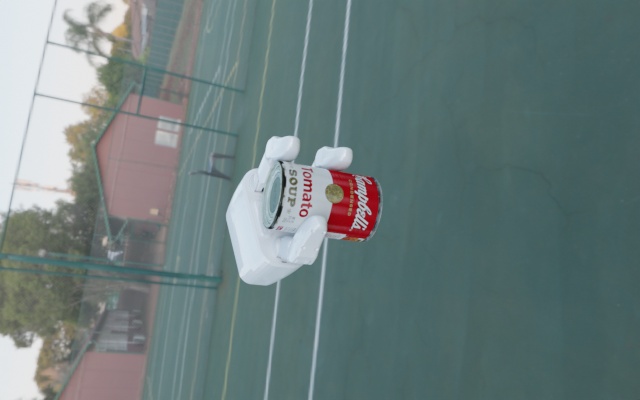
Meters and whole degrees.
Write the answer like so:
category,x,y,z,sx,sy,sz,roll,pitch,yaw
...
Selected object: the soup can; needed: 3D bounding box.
category,x,y,z,sx,sy,sz,roll,pitch,yaw
soup can,0.000,0.001,0.469,0.102,0.068,0.068,9,-3,-21
